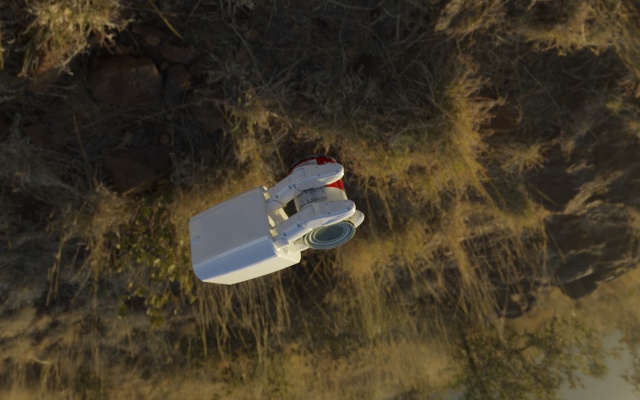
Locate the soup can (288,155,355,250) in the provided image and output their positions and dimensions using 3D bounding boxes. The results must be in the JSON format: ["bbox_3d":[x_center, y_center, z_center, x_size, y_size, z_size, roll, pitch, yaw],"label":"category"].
[{"bbox_3d":[0.001,0.002,0.604,0.068,0.102,0.069,-10,-34,-7],"label":"soup can"}]
